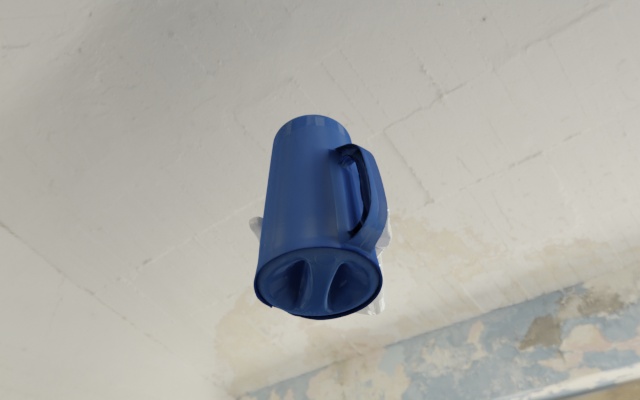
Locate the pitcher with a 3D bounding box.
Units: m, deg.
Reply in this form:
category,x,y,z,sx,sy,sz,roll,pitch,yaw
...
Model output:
category,x,y,z,sx,sy,sz,roll,pitch,yaw
pitcher,0.000,0.002,0.564,0.149,0.242,0.145,-9,-44,6
